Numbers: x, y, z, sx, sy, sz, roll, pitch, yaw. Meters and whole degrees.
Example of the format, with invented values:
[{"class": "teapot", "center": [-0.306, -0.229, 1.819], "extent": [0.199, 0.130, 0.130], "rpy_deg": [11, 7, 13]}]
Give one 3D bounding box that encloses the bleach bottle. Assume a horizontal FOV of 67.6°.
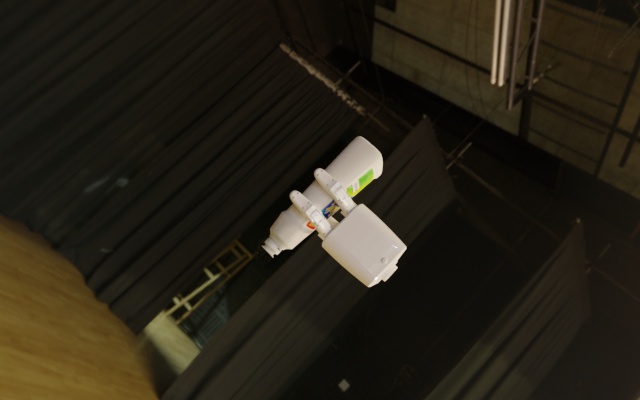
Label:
[{"class": "bleach bottle", "center": [0.000, 0.003, 0.830], "extent": [0.068, 0.251, 0.103], "rpy_deg": [43, -11, 16]}]
